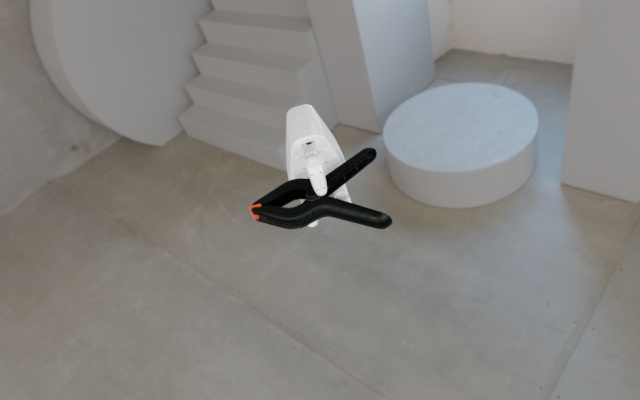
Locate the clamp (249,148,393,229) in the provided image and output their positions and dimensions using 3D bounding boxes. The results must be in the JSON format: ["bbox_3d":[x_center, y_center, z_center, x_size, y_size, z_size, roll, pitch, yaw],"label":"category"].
[{"bbox_3d":[-0.001,0.002,0.700,0.210,0.036,0.164,-17,41,2],"label":"clamp"}]
